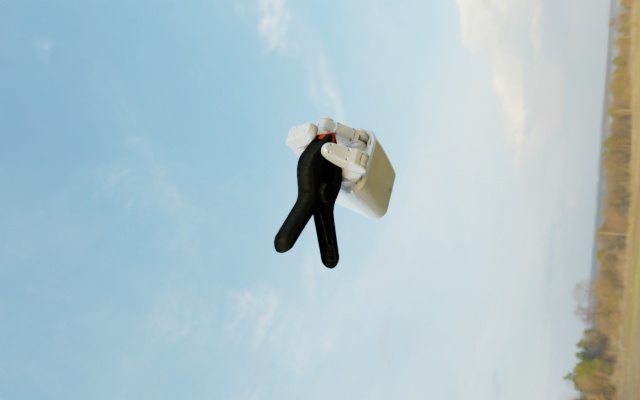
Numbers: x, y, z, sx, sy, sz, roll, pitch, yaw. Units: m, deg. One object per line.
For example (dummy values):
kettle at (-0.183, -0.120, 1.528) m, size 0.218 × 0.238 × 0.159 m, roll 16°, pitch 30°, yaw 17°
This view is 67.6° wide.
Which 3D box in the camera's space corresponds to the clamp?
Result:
clamp at (0.000, 0.002, 0.599) m, size 0.039 × 0.171 × 0.120 m, roll 4°, pitch -22°, yaw 29°
